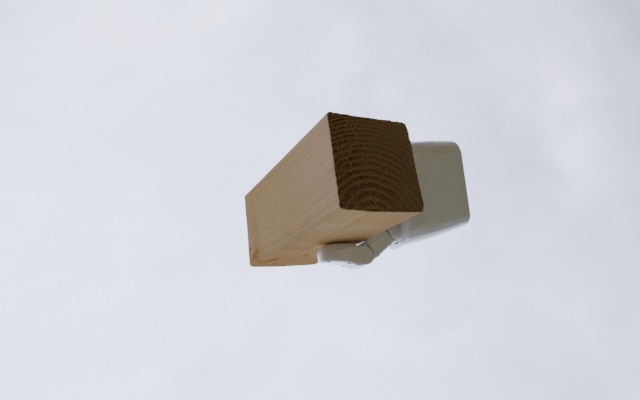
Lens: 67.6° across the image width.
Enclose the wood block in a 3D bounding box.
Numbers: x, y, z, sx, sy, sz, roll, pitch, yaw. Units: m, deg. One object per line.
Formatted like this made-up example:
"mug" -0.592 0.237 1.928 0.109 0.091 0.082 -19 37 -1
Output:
"wood block" 0.000 0.002 0.496 0.090 0.090 0.206 2 -21 -29
